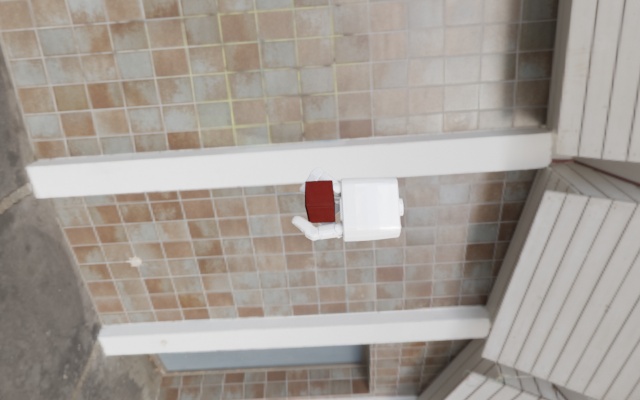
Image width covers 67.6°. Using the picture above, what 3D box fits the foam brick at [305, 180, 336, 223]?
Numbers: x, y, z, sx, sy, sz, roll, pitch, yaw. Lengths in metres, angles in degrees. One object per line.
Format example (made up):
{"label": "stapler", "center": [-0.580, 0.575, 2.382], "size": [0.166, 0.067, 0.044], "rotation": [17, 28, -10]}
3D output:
{"label": "foam brick", "center": [0.000, 0.003, 0.871], "size": [0.051, 0.053, 0.078], "rotation": [-2, -24, 3]}
